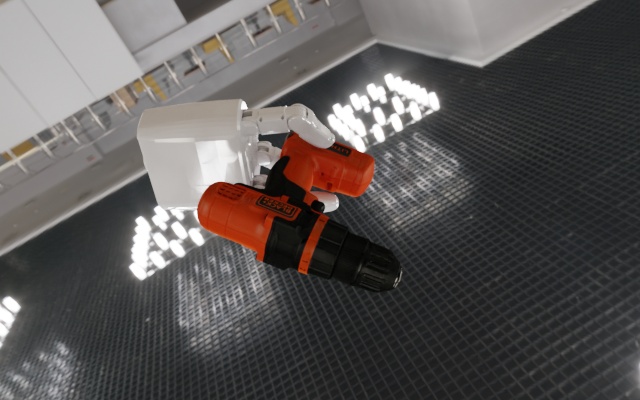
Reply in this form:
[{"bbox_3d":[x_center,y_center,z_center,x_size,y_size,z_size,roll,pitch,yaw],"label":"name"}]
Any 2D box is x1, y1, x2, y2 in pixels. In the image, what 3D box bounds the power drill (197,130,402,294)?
[{"bbox_3d":[0.000,0.001,0.468,0.184,0.057,0.187,22,30,5],"label":"power drill"}]
